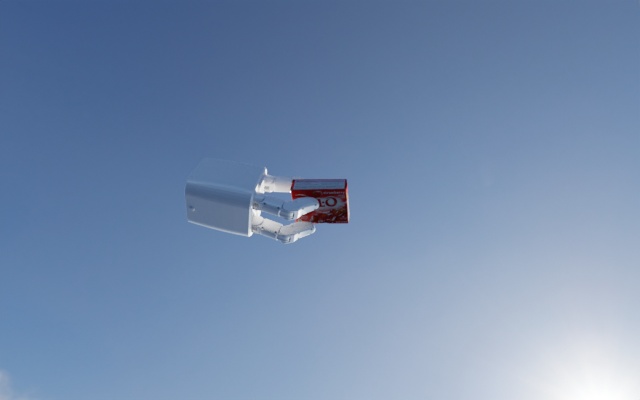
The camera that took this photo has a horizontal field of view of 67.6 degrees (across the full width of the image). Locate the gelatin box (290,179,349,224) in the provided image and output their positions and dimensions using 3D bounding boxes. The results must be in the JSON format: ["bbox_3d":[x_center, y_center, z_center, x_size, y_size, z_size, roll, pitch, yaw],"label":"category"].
[{"bbox_3d":[0.001,0.002,0.764,0.089,0.073,0.030,-1,40,7],"label":"gelatin box"}]
